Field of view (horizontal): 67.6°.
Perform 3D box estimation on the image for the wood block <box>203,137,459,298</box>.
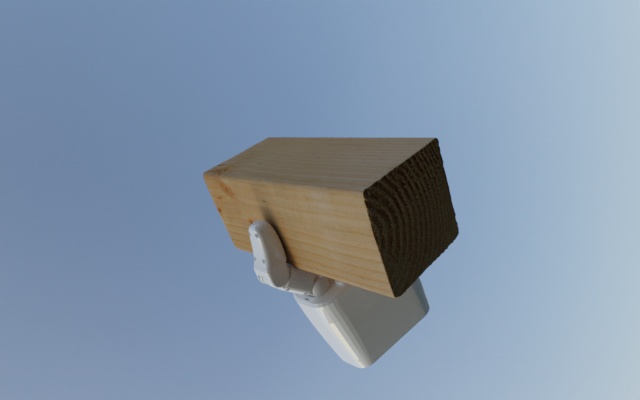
[{"bbox_3d":[0.000,0.002,0.417,0.206,0.090,0.090,8,35,47],"label":"wood block"}]
